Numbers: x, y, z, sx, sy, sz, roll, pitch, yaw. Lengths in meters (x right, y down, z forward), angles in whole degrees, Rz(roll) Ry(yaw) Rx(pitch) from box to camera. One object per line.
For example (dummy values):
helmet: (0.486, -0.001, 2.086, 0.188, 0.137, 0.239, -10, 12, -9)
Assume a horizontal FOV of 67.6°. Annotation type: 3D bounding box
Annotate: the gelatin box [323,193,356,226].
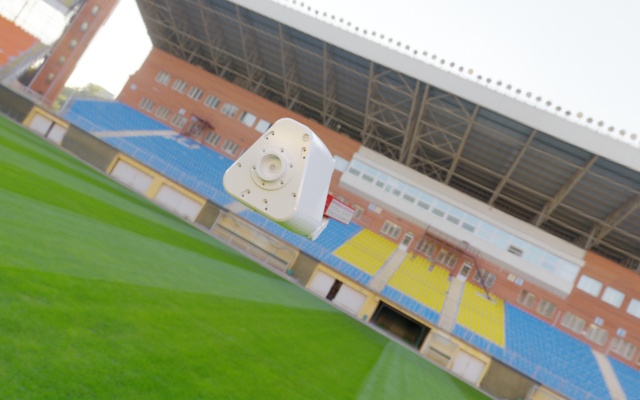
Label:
gelatin box: (0.000, 0.002, 0.686, 0.073, 0.030, 0.089, 27, 0, 28)
